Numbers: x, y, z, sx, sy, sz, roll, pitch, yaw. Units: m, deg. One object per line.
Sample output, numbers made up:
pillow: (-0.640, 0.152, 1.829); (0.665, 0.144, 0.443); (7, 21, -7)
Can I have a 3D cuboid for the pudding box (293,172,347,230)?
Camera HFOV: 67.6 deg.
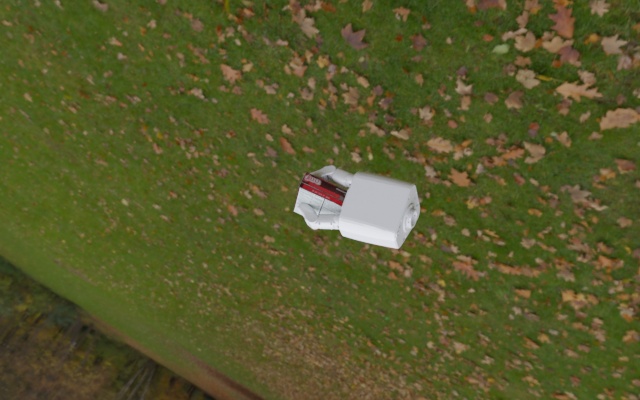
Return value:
pudding box: (0.000, 0.003, 0.884); (0.090, 0.039, 0.113); (26, -28, 3)
